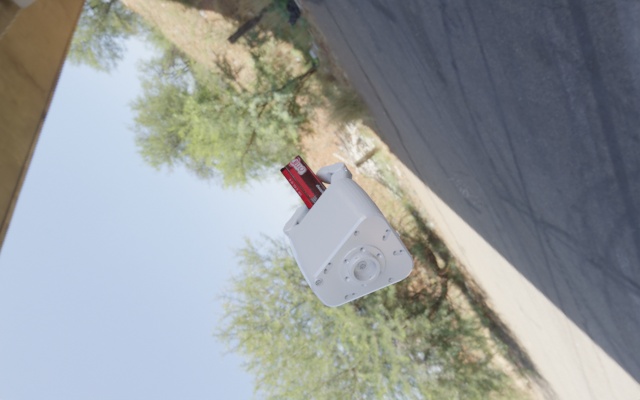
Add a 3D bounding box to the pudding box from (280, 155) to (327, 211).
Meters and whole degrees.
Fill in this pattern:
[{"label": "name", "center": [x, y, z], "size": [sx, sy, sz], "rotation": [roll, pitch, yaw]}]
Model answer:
[{"label": "pudding box", "center": [0.000, 0.002, 0.648], "size": [0.039, 0.090, 0.113], "rotation": [-36, -37, 0]}]
